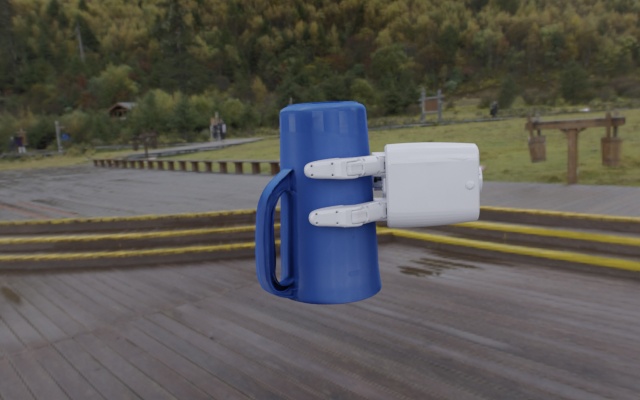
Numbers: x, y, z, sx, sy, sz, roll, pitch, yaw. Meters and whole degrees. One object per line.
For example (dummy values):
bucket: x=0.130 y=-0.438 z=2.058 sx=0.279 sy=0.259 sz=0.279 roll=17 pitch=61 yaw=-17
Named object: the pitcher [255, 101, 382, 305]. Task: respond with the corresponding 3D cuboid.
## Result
pitcher: x=0.000 y=0.002 z=0.602 sx=0.145 sy=0.243 sz=0.149 roll=-2 pitch=8 yaw=7
